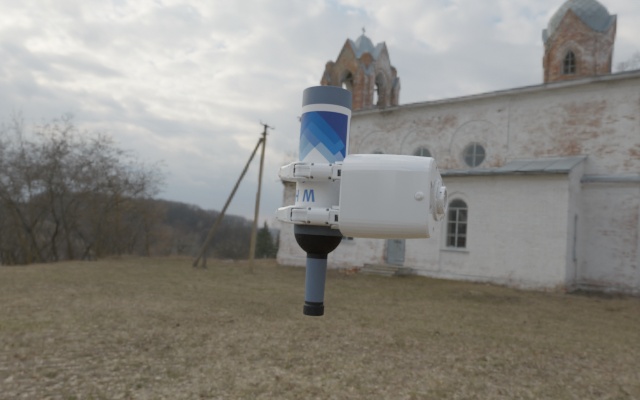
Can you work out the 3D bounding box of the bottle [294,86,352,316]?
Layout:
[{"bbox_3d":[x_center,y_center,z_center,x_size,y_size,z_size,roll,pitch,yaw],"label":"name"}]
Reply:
[{"bbox_3d":[0.000,0.002,0.632,0.069,0.295,0.069,4,-4,0],"label":"bottle"}]
